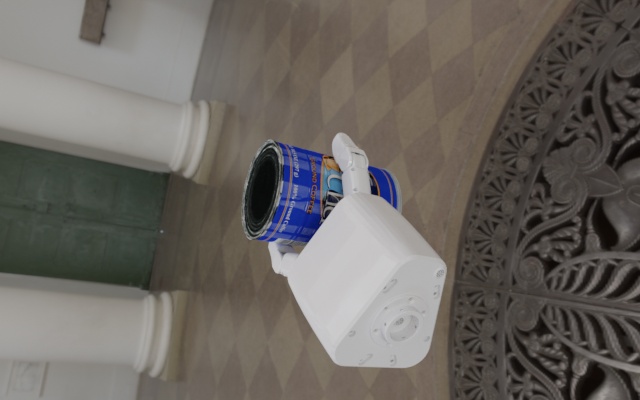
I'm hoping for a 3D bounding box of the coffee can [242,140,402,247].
[{"bbox_3d":[0.000,0.002,0.508,0.140,0.103,0.103,12,-5,-27],"label":"coffee can"}]
